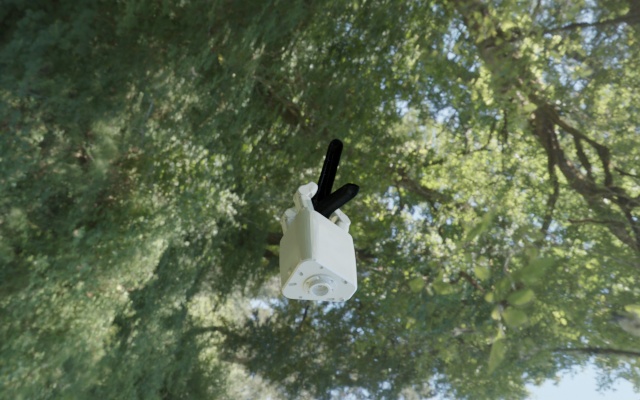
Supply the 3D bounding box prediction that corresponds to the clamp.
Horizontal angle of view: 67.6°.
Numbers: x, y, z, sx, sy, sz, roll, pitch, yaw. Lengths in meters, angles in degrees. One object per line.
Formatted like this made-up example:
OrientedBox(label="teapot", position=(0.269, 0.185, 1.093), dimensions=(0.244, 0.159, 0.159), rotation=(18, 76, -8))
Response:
OrientedBox(label="clamp", position=(0.001, 0.004, 0.836), dimensions=(0.036, 0.210, 0.164), rotation=(19, 35, -19))
